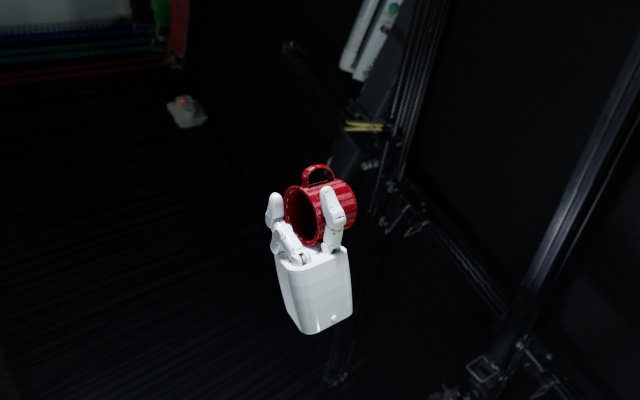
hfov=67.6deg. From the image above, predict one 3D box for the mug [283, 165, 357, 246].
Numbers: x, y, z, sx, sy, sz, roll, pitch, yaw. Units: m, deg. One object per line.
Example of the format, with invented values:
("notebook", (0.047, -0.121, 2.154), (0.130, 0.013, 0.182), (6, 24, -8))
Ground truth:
("mug", (0.000, 0.001, 0.730), (0.081, 0.117, 0.093), (-17, 18, -33))
